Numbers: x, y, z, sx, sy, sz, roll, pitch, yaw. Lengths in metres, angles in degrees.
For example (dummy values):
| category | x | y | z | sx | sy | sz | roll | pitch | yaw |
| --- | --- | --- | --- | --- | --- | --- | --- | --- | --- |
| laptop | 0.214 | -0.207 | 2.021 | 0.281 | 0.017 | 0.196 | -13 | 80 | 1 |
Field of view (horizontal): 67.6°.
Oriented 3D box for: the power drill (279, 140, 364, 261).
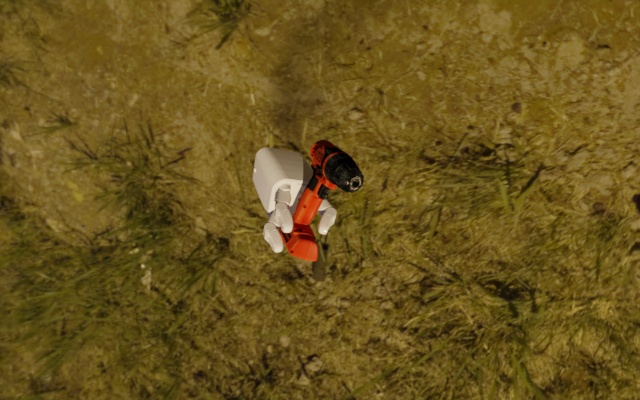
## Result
| category | x | y | z | sx | sy | sz | roll | pitch | yaw |
| --- | --- | --- | --- | --- | --- | --- | --- | --- | --- |
| power drill | 0.000 | 0.003 | 0.794 | 0.057 | 0.188 | 0.184 | 20 | 15 | -21 |
